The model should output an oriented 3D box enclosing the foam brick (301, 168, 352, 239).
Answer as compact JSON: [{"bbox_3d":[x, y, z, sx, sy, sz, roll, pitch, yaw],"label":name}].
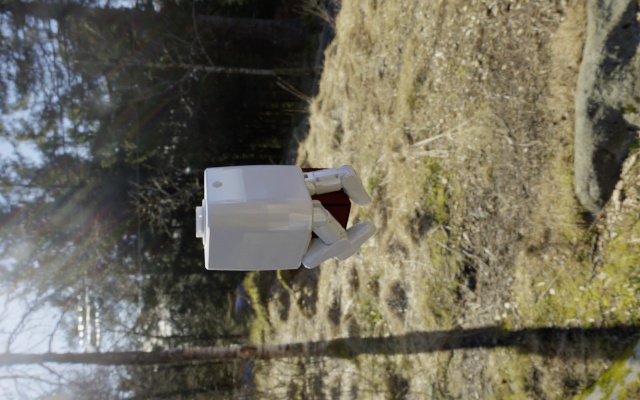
[{"bbox_3d":[0.000,0.002,0.578,0.051,0.053,0.078,-1,36,-14],"label":"foam brick"}]
